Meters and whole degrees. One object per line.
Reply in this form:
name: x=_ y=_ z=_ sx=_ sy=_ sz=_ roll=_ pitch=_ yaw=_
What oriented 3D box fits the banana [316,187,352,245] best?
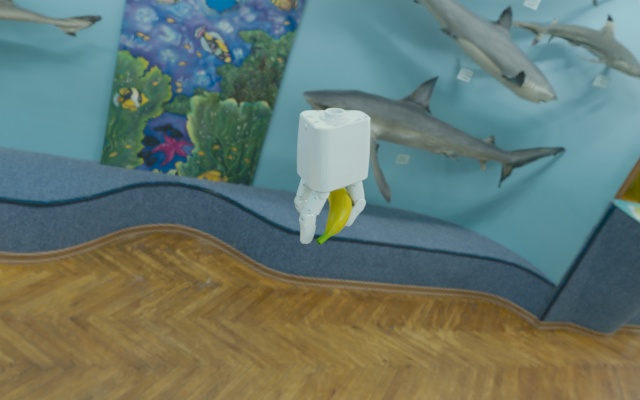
banana: x=0.018 y=0.000 z=0.839 sx=0.069 sy=0.037 sz=0.197 roll=-14 pitch=31 yaw=5
